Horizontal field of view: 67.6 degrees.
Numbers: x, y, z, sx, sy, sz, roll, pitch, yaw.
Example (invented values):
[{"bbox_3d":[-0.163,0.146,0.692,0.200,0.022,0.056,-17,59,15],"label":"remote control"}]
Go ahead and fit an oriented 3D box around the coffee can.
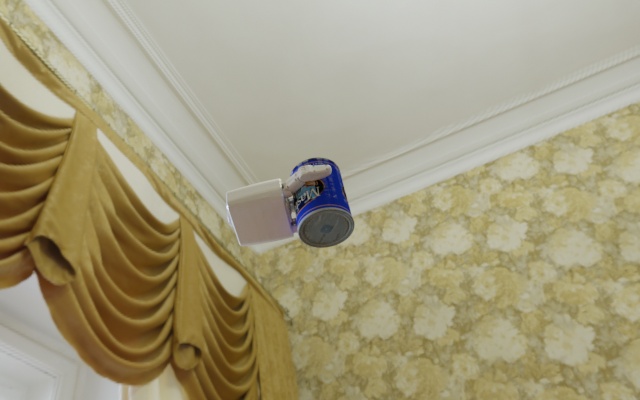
[{"bbox_3d":[0.000,0.003,0.898,0.103,0.140,0.103,-6,-44,-6],"label":"coffee can"}]
